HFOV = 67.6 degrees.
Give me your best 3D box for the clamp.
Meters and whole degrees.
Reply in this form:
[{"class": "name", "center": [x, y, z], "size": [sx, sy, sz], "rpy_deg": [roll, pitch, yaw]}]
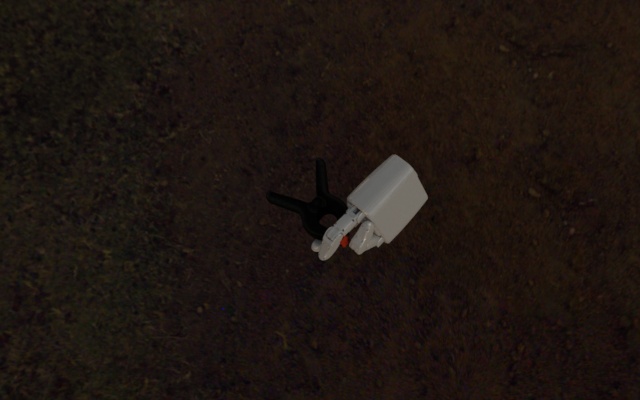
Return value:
[{"class": "clamp", "center": [0.000, 0.003, 0.805], "size": [0.171, 0.120, 0.039], "rpy_deg": [42, -6, 26]}]
